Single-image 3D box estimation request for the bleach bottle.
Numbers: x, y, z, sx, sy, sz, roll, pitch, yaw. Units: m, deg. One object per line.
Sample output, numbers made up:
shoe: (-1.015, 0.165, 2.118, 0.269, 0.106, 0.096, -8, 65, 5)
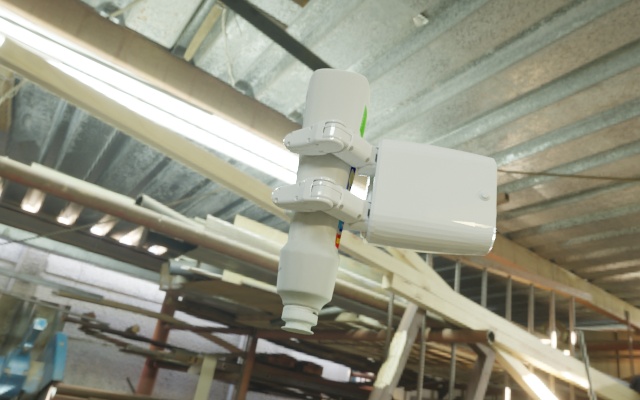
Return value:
bleach bottle: (0.000, 0.001, 0.465, 0.068, 0.250, 0.103, 9, -22, 4)
